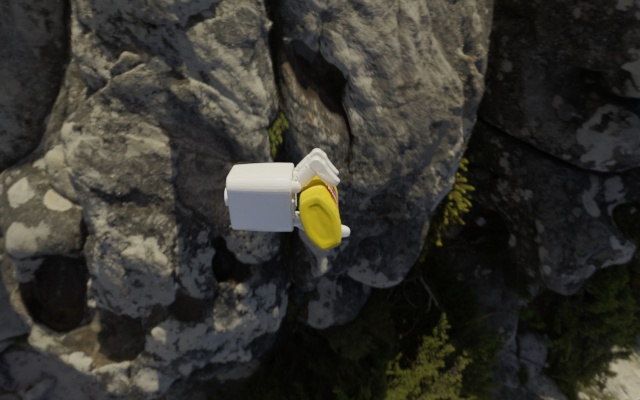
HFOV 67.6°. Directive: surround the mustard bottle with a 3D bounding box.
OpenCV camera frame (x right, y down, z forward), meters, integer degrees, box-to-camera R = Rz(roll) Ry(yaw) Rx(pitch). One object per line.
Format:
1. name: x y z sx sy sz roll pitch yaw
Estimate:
1. mustard bottle: 0.000 0.003 0.815 0.058 0.096 0.191 -23 19 8
